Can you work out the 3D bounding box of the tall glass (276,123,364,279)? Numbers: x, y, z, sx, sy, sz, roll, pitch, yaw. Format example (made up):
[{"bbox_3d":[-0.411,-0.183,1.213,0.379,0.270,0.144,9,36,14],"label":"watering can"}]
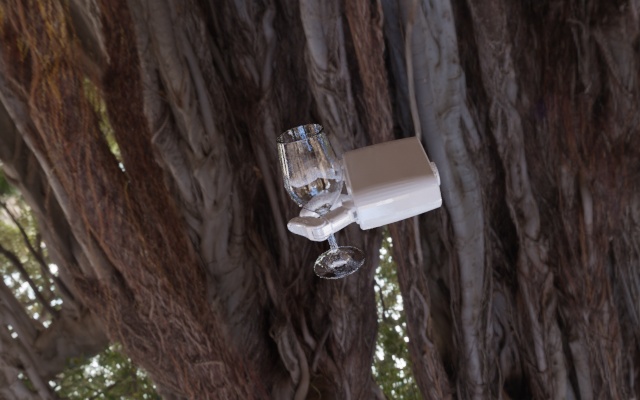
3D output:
[{"bbox_3d":[0.000,0.003,0.634,0.079,0.201,0.079,-14,26,7],"label":"tall glass"}]
